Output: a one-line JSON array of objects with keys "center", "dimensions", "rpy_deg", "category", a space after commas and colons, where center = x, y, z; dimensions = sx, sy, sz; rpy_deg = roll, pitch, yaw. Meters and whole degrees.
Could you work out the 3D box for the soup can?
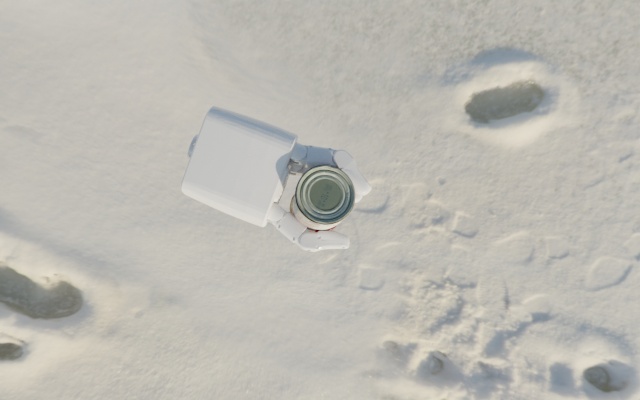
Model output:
[{"center": [0.001, 0.002, 0.562], "dimensions": [0.068, 0.068, 0.102], "rpy_deg": [0, -10, -7], "category": "soup can"}]
